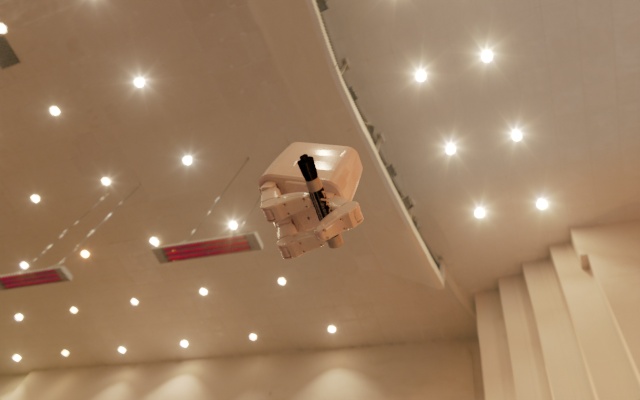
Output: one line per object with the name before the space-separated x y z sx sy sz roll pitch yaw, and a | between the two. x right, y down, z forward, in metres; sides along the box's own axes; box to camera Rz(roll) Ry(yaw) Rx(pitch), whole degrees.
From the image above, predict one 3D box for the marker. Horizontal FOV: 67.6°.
marker | 0.000 0.002 0.547 0.020 0.121 0.020 -16 27 8
